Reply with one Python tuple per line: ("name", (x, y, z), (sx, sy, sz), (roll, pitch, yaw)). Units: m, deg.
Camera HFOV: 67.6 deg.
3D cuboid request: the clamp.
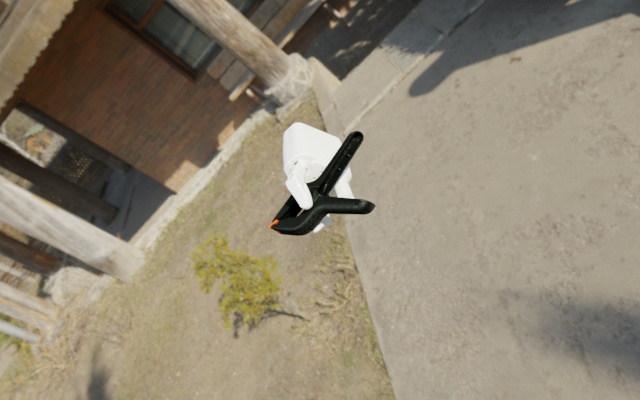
("clamp", (-0.001, 0.002, 0.746), (0.210, 0.164, 0.036), (-39, -54, 24))
